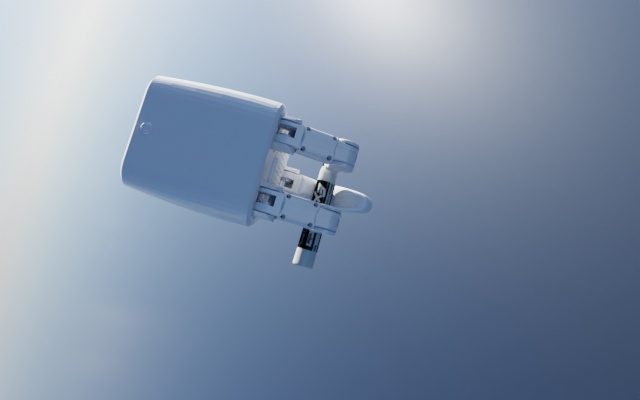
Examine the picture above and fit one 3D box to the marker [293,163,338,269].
[{"bbox_3d":[0.000,0.001,0.435,0.020,0.121,0.020,16,-7,2],"label":"marker"}]
